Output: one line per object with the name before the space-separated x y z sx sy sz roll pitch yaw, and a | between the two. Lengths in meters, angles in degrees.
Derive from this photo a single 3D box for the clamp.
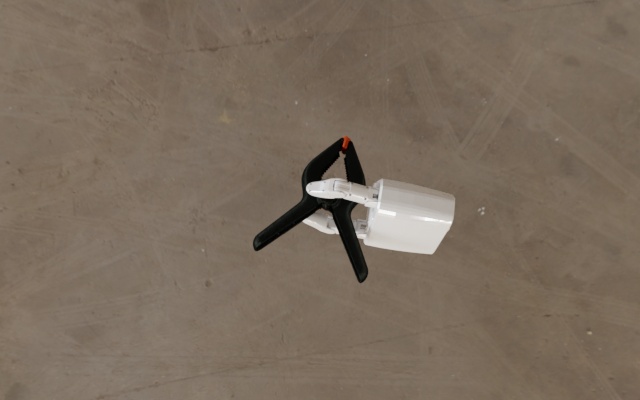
clamp | 0.000 0.002 0.687 0.164 0.210 0.036 11 -19 -1
